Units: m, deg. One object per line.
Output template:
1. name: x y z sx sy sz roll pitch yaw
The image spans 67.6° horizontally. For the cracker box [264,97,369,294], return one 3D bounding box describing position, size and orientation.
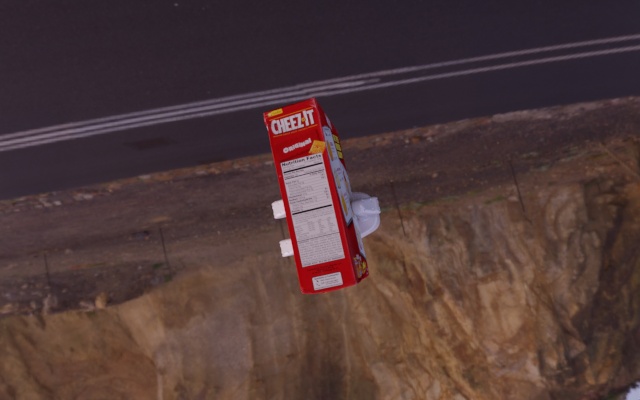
1. cracker box: 0.000 0.002 0.597 0.072 0.213 0.164 -14 -7 9
